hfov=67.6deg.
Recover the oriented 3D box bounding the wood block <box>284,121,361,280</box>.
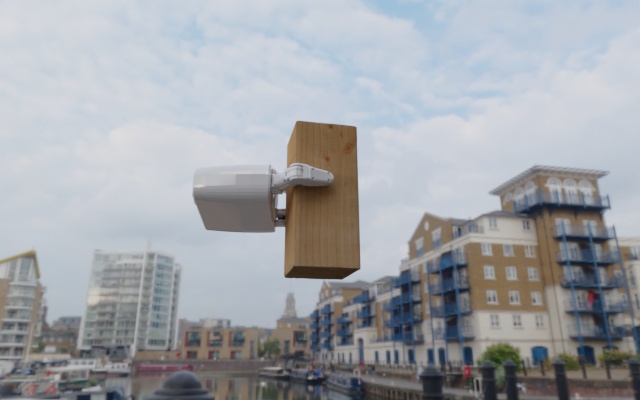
[{"bbox_3d":[0.000,0.002,0.679,0.090,0.206,0.091,4,-19,-12],"label":"wood block"}]
